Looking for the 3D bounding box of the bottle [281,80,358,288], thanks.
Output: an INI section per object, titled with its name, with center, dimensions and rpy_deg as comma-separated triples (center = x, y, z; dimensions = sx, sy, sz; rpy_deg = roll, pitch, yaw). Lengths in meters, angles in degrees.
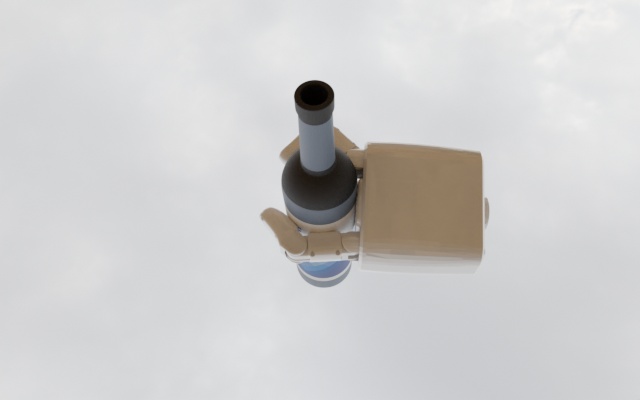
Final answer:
[bottle]
center = 0.000, 0.002, 0.446
dimensions = 0.069, 0.069, 0.296
rpy_deg = 0, -29, 2
